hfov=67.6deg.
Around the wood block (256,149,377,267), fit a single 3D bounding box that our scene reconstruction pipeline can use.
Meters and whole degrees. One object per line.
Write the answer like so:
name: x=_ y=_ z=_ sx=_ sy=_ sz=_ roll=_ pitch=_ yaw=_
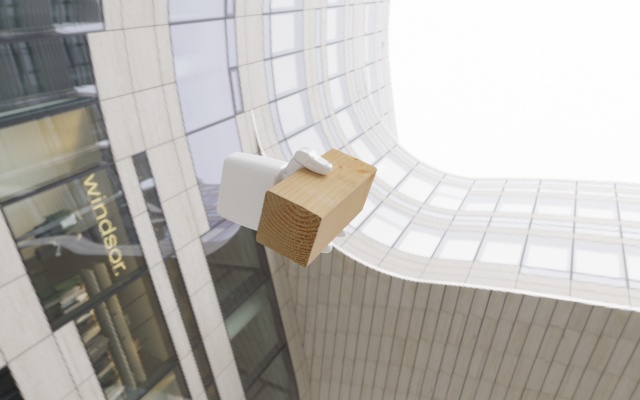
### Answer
wood block: x=0.000 y=0.002 z=0.738 sx=0.090 sy=0.091 sz=0.206 roll=26 pitch=32 yaw=16
